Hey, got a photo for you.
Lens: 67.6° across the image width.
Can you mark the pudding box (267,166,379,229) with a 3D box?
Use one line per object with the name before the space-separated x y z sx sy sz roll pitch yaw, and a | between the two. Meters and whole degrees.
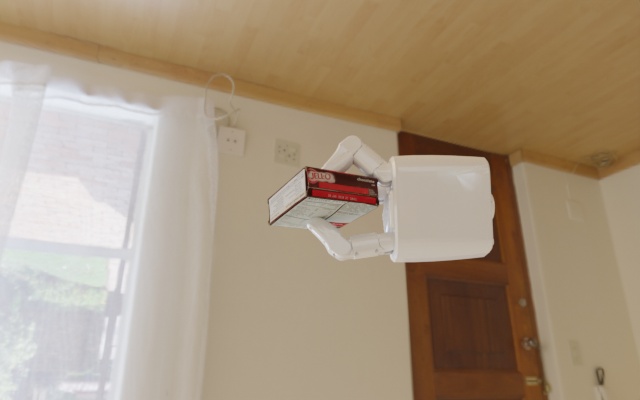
pudding box | 0.000 0.002 0.545 0.090 0.039 0.113 9 -24 -26
